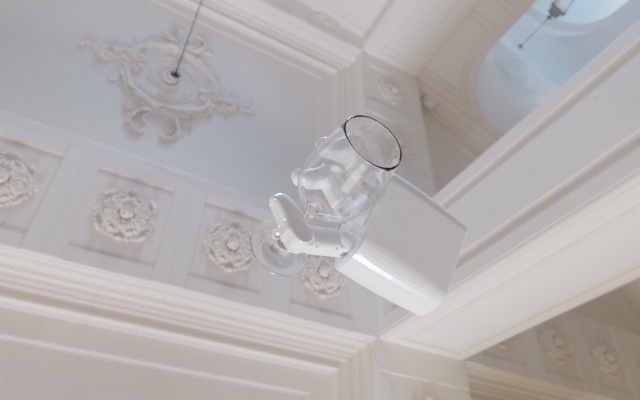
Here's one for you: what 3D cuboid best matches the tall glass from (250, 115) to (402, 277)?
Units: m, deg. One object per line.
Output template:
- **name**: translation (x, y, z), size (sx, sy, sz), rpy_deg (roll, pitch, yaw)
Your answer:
- **tall glass**: translation (0.000, 0.002, 0.491), size (0.079, 0.079, 0.201), rpy_deg (0, -33, -34)
